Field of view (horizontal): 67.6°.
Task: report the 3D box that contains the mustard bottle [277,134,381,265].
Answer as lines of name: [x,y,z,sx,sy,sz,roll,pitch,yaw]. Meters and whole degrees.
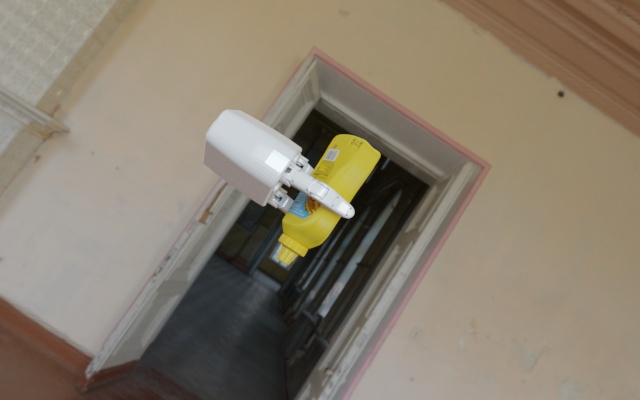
mustard bottle: [0.001,0.002,0.650,0.058,0.191,0.096,37,-8,-27]
